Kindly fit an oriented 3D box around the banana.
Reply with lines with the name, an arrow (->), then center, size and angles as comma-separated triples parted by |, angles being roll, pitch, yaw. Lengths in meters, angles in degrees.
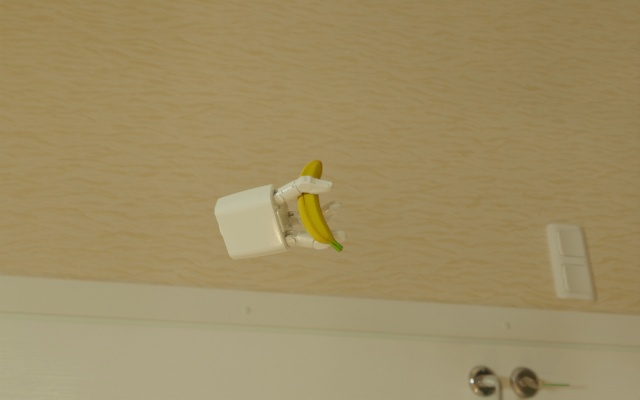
banana -> -0.011, -0.001, 0.824 | 0.037, 0.197, 0.070 | -32, -39, 28
